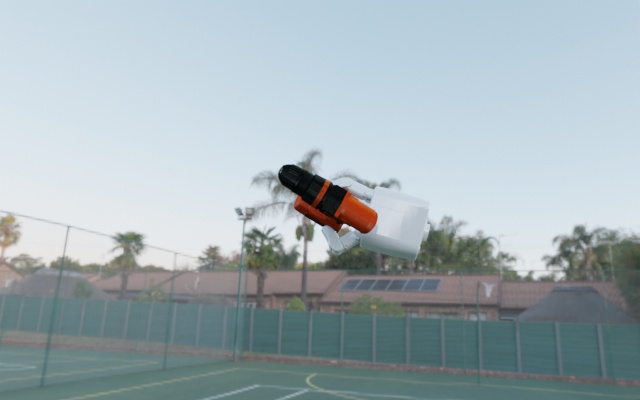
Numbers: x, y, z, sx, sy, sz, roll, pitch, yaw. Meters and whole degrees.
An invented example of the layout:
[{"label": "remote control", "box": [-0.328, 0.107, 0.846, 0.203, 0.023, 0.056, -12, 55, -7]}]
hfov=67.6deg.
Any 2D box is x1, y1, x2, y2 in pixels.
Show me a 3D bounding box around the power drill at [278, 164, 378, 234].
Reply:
[{"label": "power drill", "box": [0.000, 0.003, 0.860, 0.184, 0.057, 0.187, 32, -8, -5]}]
